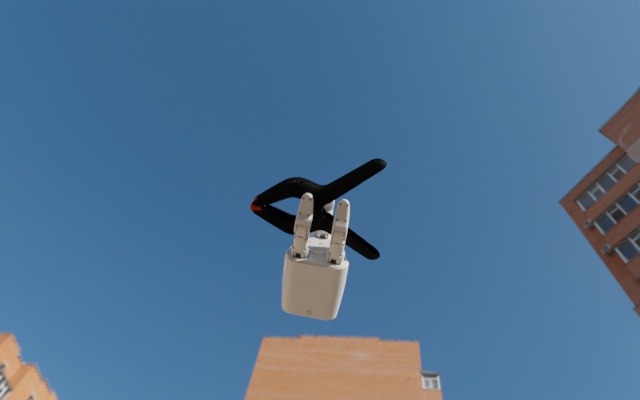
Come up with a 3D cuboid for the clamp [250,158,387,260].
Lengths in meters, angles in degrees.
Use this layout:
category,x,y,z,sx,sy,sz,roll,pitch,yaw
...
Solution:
category,x,y,z,sx,sy,sz,roll,pitch,yaw
clamp,0.000,0.002,0.727,0.210,0.165,0.036,9,23,2
